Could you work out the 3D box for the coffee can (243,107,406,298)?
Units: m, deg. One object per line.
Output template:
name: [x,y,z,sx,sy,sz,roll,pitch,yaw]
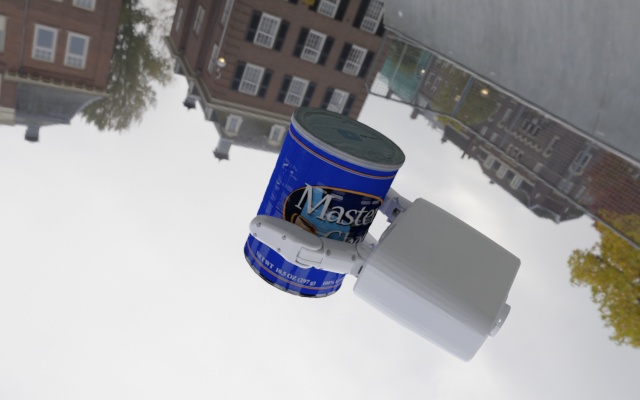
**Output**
coffee can: [0.000,0.001,0.432,0.103,0.140,0.102,19,25,-9]
